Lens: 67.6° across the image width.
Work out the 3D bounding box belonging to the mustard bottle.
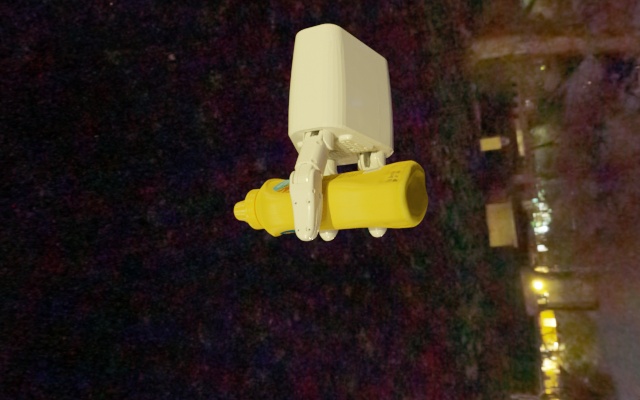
[{"bbox_3d":[0.000,0.002,0.462,0.191,0.058,0.096,-6,9,24],"label":"mustard bottle"}]
